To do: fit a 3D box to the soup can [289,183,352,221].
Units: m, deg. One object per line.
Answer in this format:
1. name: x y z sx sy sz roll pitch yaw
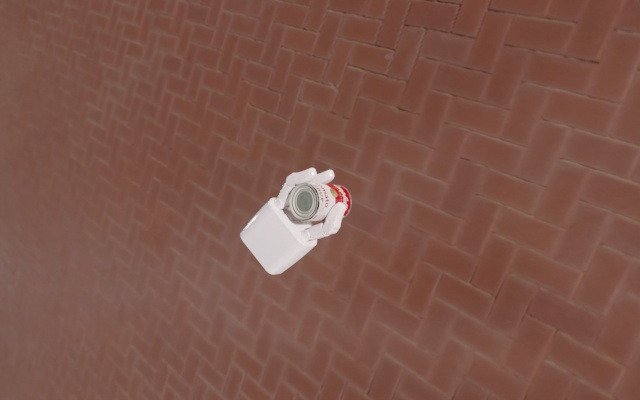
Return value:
1. soup can: 0.000 0.003 0.860 0.068 0.068 0.102 0 -1 37
